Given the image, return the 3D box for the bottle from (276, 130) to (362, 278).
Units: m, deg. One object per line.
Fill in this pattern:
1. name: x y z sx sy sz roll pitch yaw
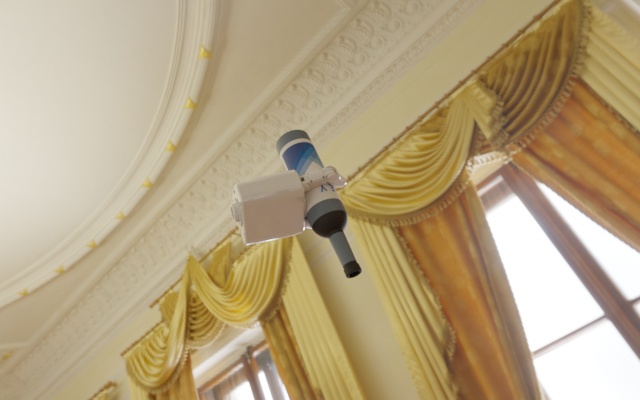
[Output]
1. bottle: 0.000 0.002 0.832 0.069 0.295 0.069 -18 -32 -12
